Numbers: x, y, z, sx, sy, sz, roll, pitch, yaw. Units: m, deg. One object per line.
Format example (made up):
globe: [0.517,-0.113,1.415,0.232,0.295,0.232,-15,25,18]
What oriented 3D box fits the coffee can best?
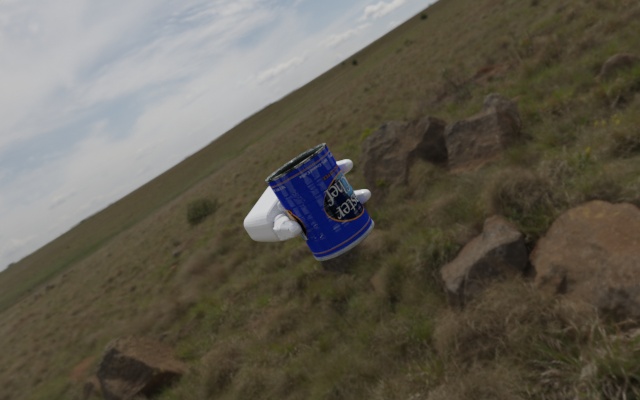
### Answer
coffee can: [0.000,0.002,0.699,0.103,0.140,0.102,-31,11,7]
